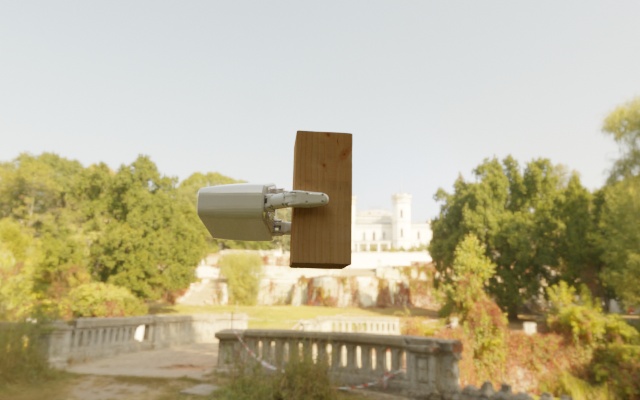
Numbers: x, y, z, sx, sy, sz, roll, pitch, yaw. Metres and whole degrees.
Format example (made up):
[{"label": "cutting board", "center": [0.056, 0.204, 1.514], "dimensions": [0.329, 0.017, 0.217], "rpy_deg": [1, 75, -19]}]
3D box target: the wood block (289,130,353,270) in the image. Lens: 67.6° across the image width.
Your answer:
[{"label": "wood block", "center": [0.000, 0.002, 0.761], "dimensions": [0.090, 0.206, 0.091], "rpy_deg": [2, -13, -6]}]
